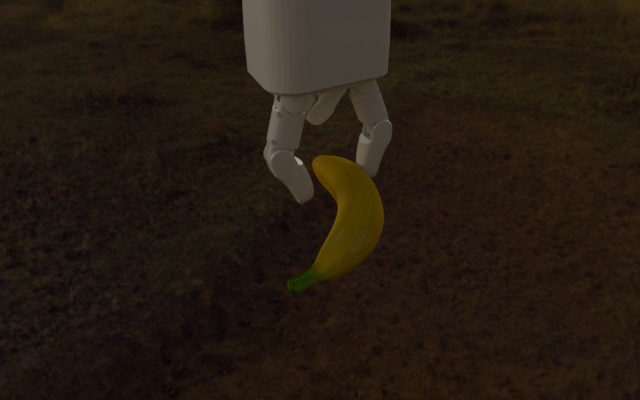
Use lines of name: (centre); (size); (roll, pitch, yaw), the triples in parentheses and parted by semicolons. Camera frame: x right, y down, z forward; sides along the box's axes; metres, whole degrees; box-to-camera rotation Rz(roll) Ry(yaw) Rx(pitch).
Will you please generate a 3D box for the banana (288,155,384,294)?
banana: (0.018, 0.003, 0.405); (0.069, 0.037, 0.197); (1, 30, 5)
